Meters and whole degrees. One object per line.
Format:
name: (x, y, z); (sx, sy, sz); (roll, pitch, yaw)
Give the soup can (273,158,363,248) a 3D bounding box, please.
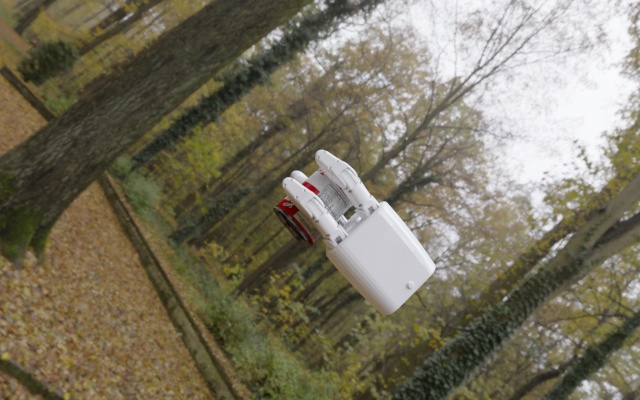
soup can: (0.000, 0.001, 0.610); (0.102, 0.068, 0.068); (-42, 11, -13)
